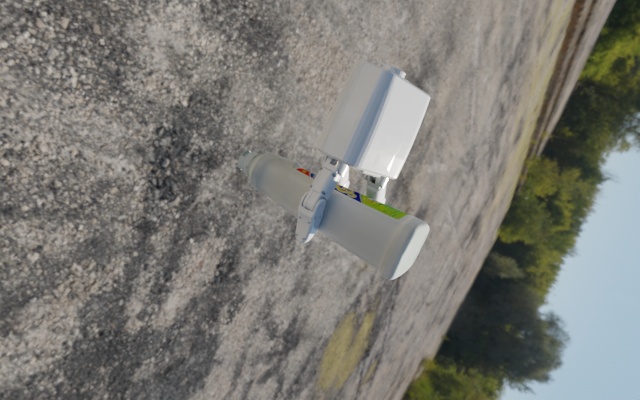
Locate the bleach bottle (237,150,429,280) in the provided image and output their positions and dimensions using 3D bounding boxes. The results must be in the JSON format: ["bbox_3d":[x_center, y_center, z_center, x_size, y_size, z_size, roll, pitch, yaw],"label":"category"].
[{"bbox_3d":[0.000,0.002,0.574,0.251,0.068,0.102,28,12,21],"label":"bleach bottle"}]
